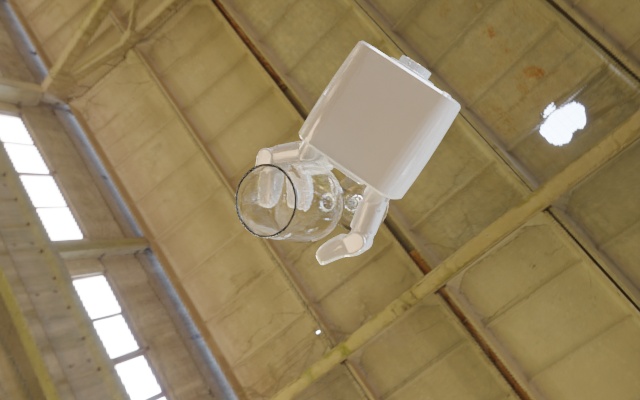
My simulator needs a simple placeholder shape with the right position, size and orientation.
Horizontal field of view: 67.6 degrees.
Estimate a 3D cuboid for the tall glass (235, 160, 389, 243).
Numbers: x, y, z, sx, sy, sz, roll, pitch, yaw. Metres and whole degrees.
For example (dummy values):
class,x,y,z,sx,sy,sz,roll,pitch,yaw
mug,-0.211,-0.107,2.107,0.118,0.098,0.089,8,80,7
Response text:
class,x,y,z,sx,sy,sz,roll,pitch,yaw
tall glass,0.000,0.002,0.484,0.079,0.079,0.201,0,-1,28
